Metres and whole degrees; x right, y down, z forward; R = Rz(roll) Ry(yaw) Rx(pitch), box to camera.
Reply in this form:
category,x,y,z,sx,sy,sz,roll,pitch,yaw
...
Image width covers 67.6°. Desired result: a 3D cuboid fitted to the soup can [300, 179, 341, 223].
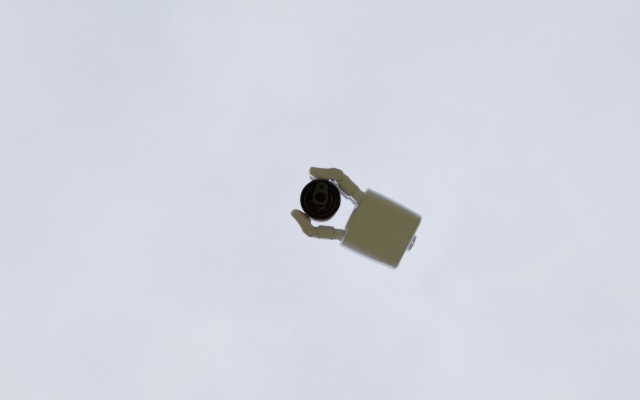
category,x,y,z,sx,sy,sz,roll,pitch,yaw
soup can,0.000,0.003,0.826,0.068,0.068,0.102,0,-5,0
